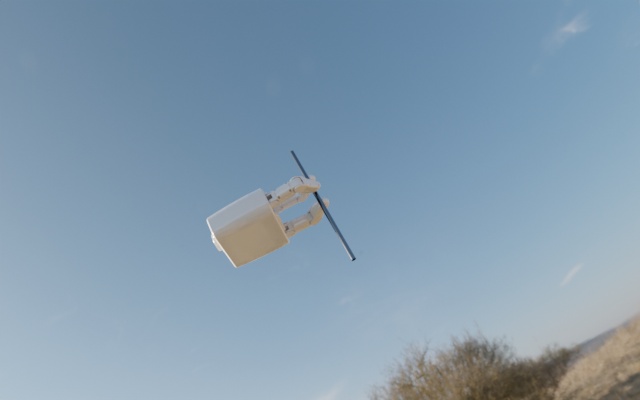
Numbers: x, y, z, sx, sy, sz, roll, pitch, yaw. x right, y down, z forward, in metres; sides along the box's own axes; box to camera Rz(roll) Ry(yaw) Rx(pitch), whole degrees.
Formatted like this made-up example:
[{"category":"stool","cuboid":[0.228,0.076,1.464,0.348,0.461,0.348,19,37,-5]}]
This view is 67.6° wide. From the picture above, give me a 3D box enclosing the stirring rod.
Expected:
[{"category":"stirring rod","cuboid":[0.000,0.003,0.816,0.011,0.239,0.011,-23,-29,-14]}]
